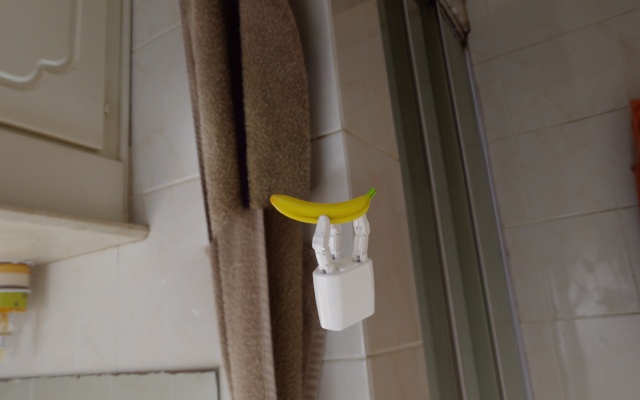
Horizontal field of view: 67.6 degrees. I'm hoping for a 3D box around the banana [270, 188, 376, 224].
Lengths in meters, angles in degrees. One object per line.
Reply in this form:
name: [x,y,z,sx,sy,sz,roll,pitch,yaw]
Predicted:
banana: [0.002,0.014,0.863,0.198,0.037,0.069,-2,37,9]
